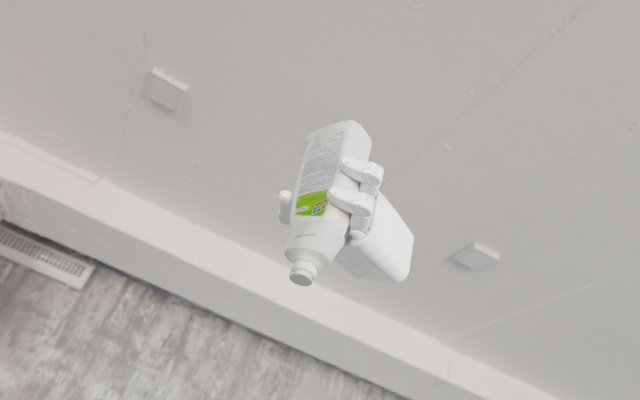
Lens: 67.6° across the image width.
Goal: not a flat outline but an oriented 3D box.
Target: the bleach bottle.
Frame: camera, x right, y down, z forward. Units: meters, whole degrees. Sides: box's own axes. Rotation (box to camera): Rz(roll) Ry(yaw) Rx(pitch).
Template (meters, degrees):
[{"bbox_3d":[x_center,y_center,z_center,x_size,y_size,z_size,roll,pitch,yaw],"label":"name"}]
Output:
[{"bbox_3d":[0.000,0.002,0.647,0.102,0.250,0.068,-16,-49,36],"label":"bleach bottle"}]
